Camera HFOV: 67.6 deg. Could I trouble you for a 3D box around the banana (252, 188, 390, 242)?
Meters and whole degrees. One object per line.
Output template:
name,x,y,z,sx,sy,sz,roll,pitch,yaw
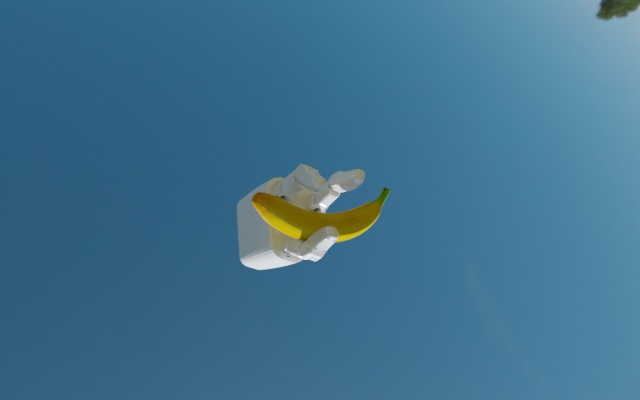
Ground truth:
banana,0.003,0.020,0.603,0.198,0.069,0.037,-3,5,-33
